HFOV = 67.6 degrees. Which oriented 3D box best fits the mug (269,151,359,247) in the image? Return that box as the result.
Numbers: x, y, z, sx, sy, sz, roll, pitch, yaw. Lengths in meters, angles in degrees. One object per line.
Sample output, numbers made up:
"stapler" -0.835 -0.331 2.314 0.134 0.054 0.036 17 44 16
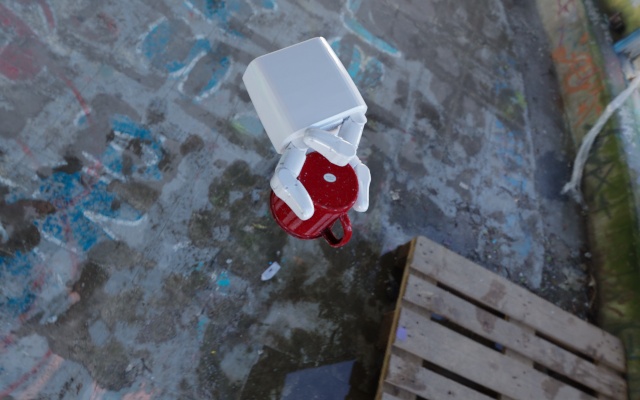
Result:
"mug" 0.001 0.003 0.579 0.093 0.117 0.081 -22 -12 -32
